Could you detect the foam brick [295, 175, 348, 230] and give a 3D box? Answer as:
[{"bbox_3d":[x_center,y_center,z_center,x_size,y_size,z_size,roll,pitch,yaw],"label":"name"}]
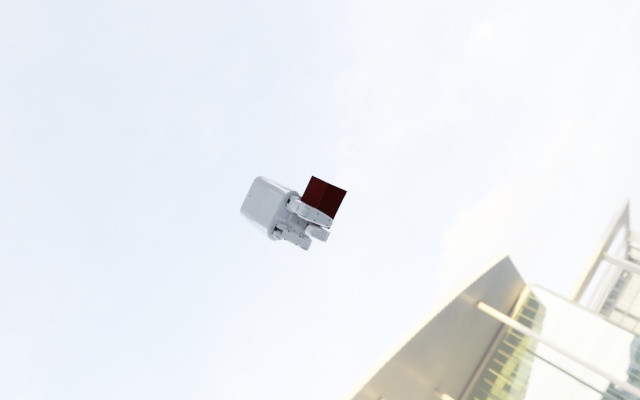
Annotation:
[{"bbox_3d":[0.000,0.003,0.847,0.053,0.078,0.051,24,3,-43],"label":"foam brick"}]
